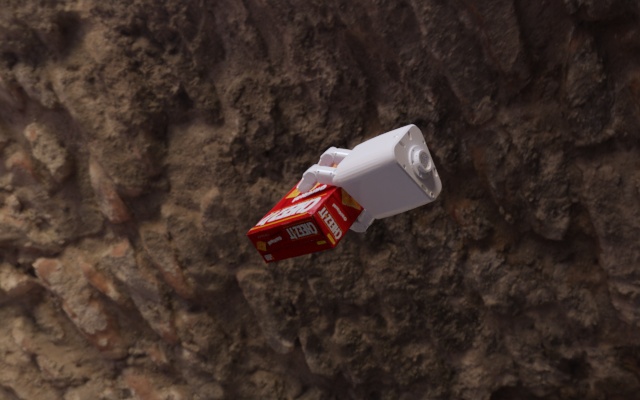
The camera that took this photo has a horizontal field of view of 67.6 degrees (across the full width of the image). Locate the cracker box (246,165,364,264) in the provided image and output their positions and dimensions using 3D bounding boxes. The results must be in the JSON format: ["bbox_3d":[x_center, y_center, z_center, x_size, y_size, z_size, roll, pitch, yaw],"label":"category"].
[{"bbox_3d":[0.000,0.003,0.797,0.164,0.072,0.213,-19,21,44],"label":"cracker box"}]
